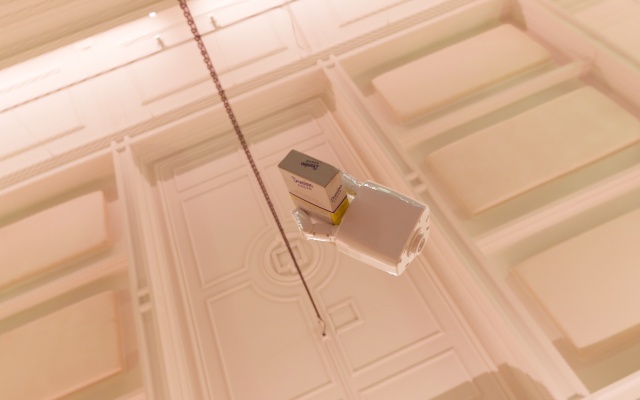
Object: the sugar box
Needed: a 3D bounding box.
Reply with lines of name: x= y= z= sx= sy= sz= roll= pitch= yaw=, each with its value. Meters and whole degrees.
sugar box: x=0.001 y=0.002 z=0.759 sx=0.093 sy=0.048 sz=0.176 roll=25 pitch=-28 yaw=29
